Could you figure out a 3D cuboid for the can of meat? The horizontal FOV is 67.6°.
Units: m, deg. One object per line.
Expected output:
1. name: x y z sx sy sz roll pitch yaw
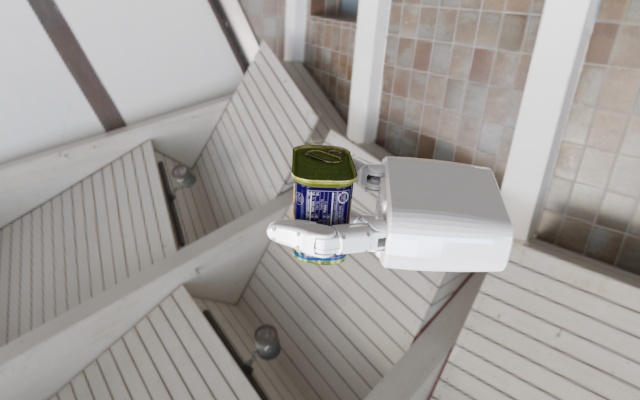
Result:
1. can of meat: 0.000 0.002 0.456 0.057 0.084 0.102 2 23 -4
